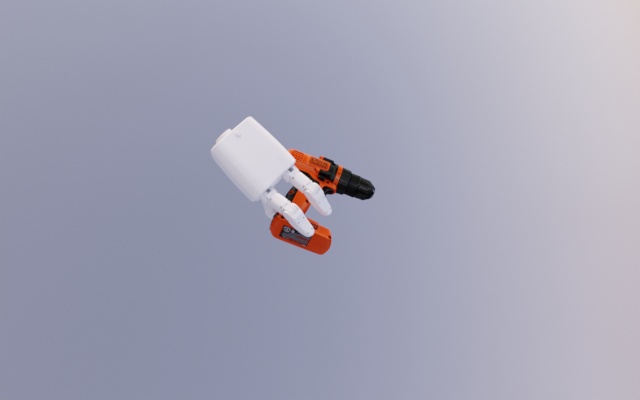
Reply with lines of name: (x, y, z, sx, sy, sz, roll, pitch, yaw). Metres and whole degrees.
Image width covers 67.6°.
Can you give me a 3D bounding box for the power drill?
power drill: (0.000, 0.003, 0.849, 0.184, 0.187, 0.057, 20, -43, -3)
